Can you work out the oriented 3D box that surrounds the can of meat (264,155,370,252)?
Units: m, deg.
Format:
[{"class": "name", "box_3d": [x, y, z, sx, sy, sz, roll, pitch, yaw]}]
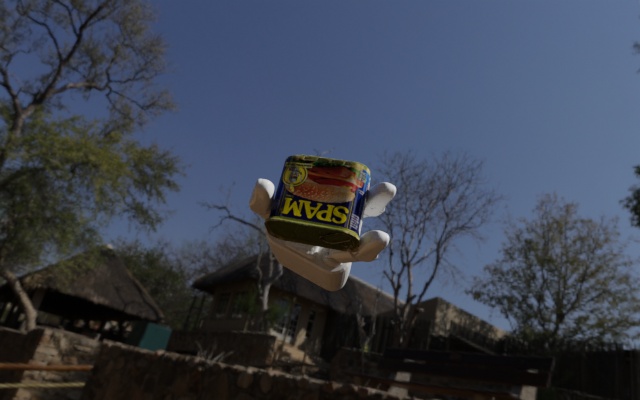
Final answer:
[{"class": "can of meat", "box_3d": [0.000, 0.001, 0.519, 0.102, 0.084, 0.057, 9, -24, 10]}]
